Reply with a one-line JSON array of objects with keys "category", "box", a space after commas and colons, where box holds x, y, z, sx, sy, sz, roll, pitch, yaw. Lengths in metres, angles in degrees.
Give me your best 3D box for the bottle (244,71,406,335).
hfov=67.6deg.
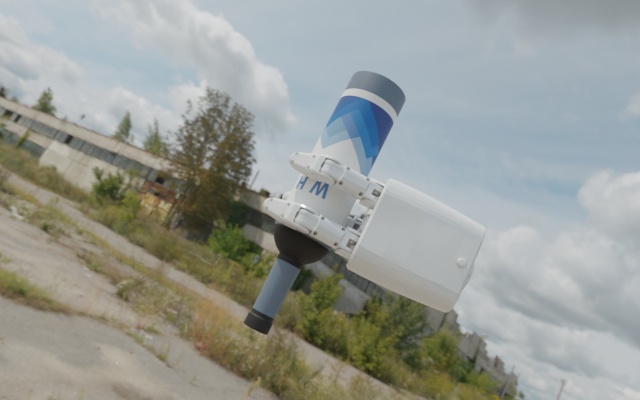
[{"category": "bottle", "box": [0.000, 0.001, 0.511, 0.069, 0.295, 0.069, 26, -12, 6]}]
